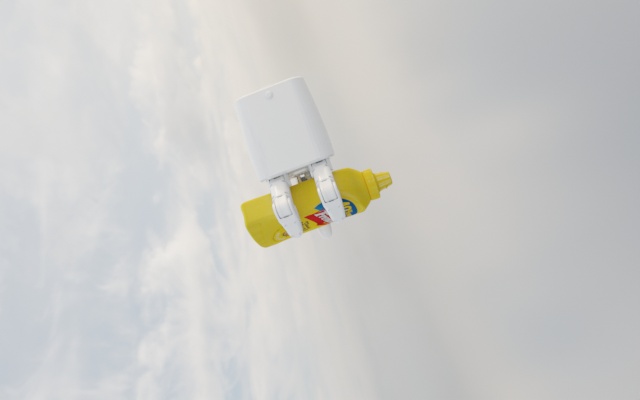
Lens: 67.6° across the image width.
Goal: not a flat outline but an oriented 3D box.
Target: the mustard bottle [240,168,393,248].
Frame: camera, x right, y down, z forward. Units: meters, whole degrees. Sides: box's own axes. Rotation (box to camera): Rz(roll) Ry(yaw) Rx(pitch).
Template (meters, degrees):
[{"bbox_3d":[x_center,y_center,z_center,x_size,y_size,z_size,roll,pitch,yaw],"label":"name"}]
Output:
[{"bbox_3d":[0.000,0.002,0.621,0.191,0.058,0.096,-20,-25,3],"label":"mustard bottle"}]
